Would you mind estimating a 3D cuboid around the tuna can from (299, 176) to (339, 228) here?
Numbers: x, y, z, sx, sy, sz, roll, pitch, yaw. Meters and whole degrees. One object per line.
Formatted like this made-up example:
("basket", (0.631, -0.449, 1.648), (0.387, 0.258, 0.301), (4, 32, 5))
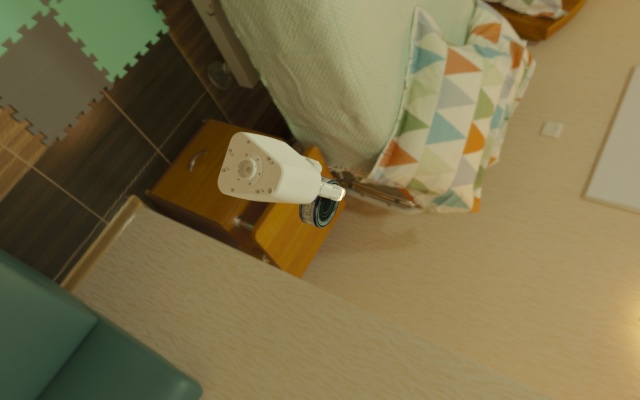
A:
("tuna can", (0.001, 0.003, 0.812), (0.033, 0.086, 0.086), (19, 8, 25))
